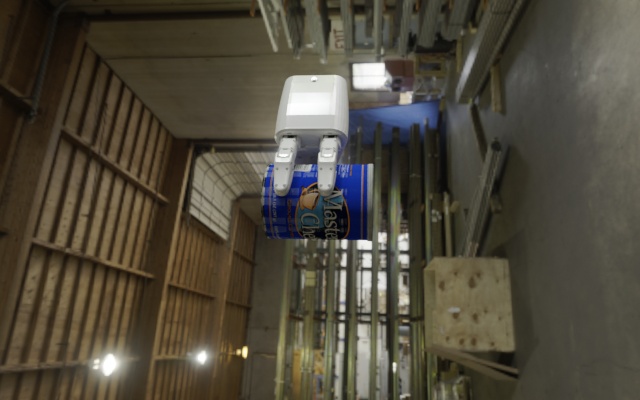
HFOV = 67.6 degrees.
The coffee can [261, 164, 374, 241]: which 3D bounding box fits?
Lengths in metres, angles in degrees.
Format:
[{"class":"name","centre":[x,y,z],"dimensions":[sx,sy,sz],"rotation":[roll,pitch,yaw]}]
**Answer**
[{"class":"coffee can","centre":[0.000,0.002,0.640],"dimensions":[0.140,0.103,0.103],"rotation":[1,0,6]}]
